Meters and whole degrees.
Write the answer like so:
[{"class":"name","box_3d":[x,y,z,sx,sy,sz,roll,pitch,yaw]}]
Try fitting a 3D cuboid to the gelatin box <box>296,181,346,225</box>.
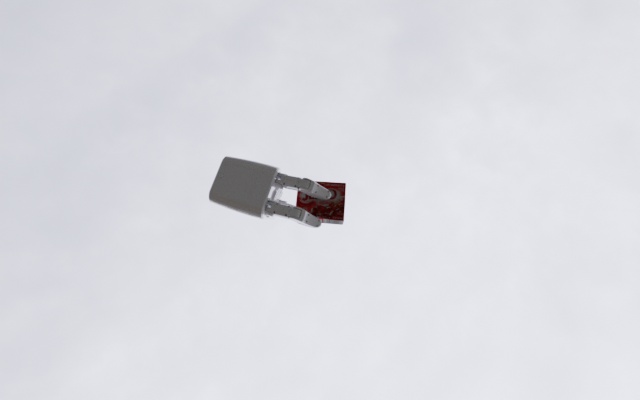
[{"class":"gelatin box","box_3d":[0.000,0.003,0.866,0.089,0.073,0.030,4,-20,0]}]
